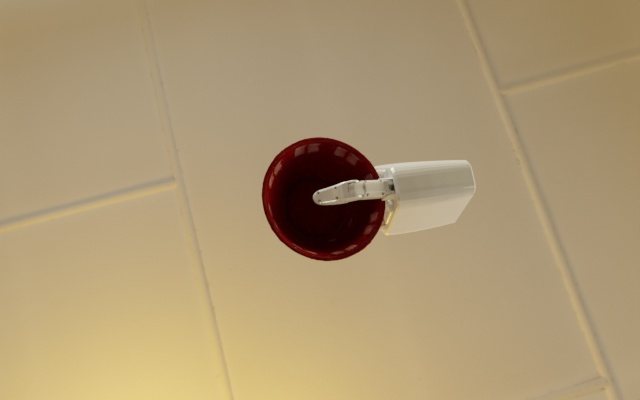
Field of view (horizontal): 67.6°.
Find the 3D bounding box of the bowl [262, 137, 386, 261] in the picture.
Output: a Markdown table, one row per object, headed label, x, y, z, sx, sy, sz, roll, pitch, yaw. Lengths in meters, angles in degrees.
| label | x | y | z | sx | sy | sz | roll | pitch | yaw |
| --- | --- | --- | --- | --- | --- | --- | --- | --- | --- |
| bowl | -0.001 | 0.002 | 0.626 | 0.162 | 0.162 | 0.055 | 0 | -14 | -15 |
